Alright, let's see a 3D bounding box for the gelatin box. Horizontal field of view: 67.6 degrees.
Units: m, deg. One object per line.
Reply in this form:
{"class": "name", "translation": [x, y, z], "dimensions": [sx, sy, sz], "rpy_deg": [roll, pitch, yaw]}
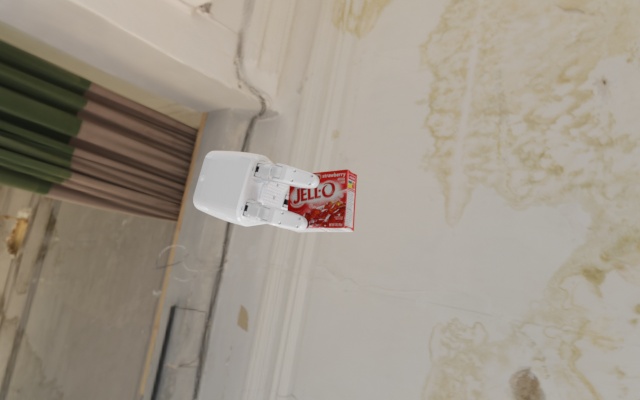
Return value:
{"class": "gelatin box", "translation": [0.001, 0.002, 0.603], "dimensions": [0.089, 0.073, 0.030], "rpy_deg": [-3, -14, 32]}
